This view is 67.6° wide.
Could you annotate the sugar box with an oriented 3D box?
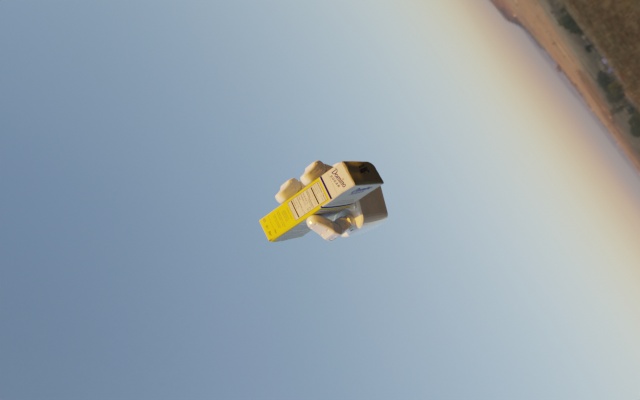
[{"bbox_3d":[0.000,0.002,0.721,0.176,0.048,0.093,-37,-16,29],"label":"sugar box"}]
